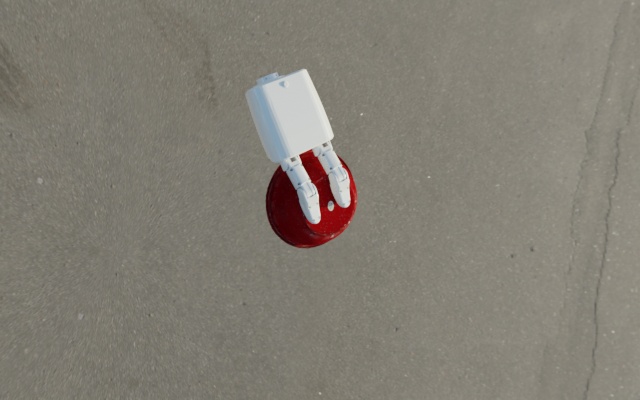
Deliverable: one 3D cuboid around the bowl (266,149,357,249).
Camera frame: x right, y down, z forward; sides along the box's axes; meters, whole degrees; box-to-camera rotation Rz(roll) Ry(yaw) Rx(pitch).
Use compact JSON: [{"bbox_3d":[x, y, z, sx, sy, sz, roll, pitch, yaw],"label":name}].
[{"bbox_3d":[0.001,0.003,0.731,0.162,0.162,0.055,0,11,-31],"label":"bowl"}]
